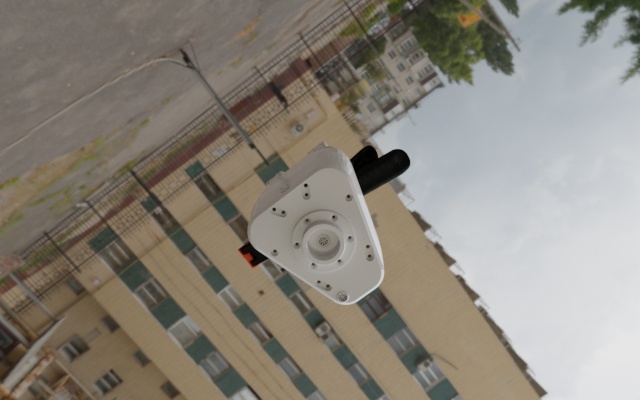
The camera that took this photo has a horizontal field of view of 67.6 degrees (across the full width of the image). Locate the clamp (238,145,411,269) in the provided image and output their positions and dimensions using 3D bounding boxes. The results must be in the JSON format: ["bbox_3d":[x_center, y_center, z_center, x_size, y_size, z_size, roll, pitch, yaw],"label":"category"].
[{"bbox_3d":[0.000,0.003,0.545,0.210,0.036,0.164,-36,8,7],"label":"clamp"}]
